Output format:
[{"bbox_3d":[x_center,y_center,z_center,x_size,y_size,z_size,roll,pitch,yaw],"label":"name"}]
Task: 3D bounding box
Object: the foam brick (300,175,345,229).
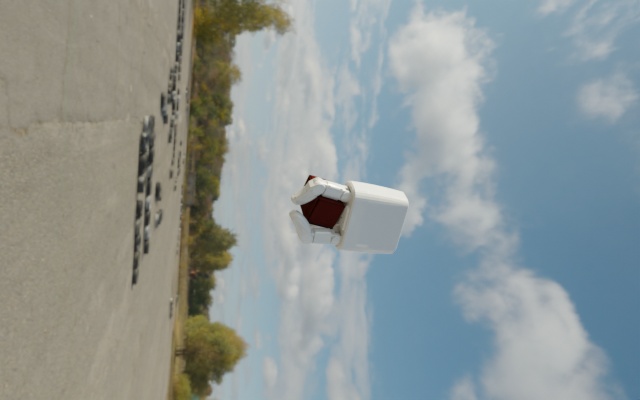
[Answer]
[{"bbox_3d":[0.000,0.002,0.817,0.051,0.053,0.078,15,30,-23],"label":"foam brick"}]
